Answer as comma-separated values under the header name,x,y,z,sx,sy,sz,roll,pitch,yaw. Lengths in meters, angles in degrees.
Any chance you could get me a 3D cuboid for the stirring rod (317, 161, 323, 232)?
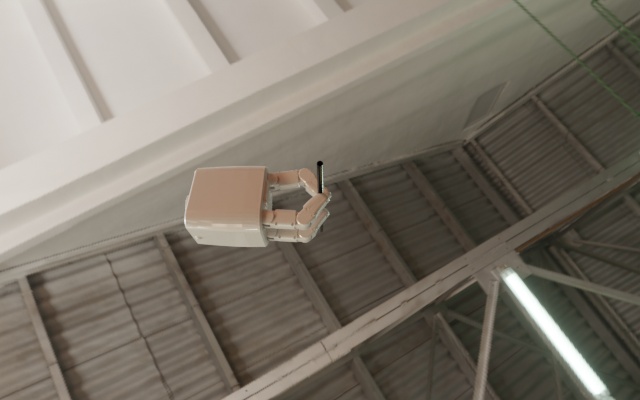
name,x,y,z,sx,sy,sz,roll,pitch,yaw
stirring rod,0.000,0.002,0.700,0.011,0.011,0.240,0,-23,0
